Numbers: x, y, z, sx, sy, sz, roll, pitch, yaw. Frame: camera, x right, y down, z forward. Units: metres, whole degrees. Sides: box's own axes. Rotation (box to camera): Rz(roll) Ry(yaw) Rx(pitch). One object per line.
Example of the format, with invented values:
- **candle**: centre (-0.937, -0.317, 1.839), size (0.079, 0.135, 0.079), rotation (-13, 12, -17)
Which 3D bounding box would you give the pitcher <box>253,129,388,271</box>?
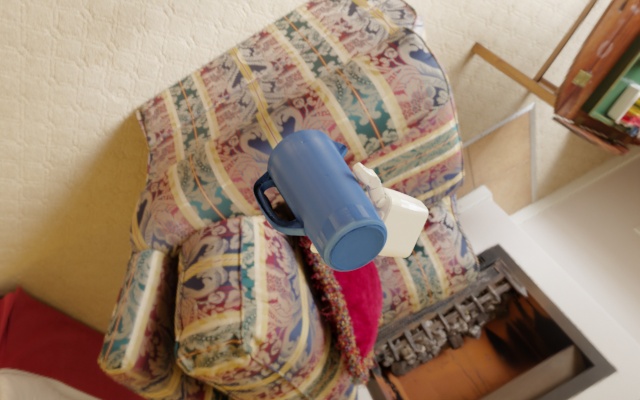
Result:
- **pitcher**: centre (0.000, 0.003, 0.791), size (0.145, 0.149, 0.242), rotation (16, 29, -38)
